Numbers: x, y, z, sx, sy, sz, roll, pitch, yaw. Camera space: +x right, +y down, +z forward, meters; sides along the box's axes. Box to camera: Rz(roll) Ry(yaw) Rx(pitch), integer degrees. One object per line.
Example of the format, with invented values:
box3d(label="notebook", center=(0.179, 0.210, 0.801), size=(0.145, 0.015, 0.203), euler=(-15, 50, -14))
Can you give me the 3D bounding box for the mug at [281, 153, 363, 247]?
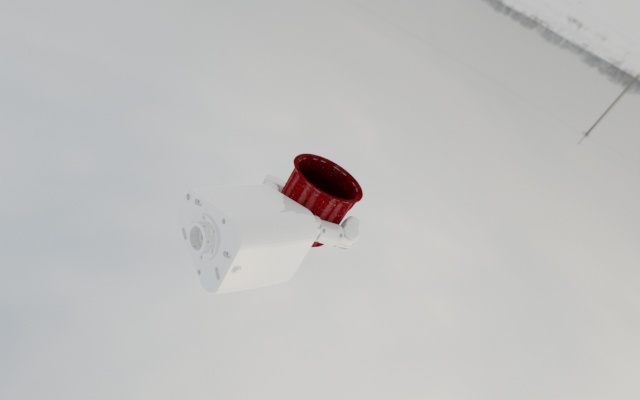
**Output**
box3d(label="mug", center=(0.001, 0.002, 0.594), size=(0.117, 0.081, 0.093), euler=(-2, 43, -47))
